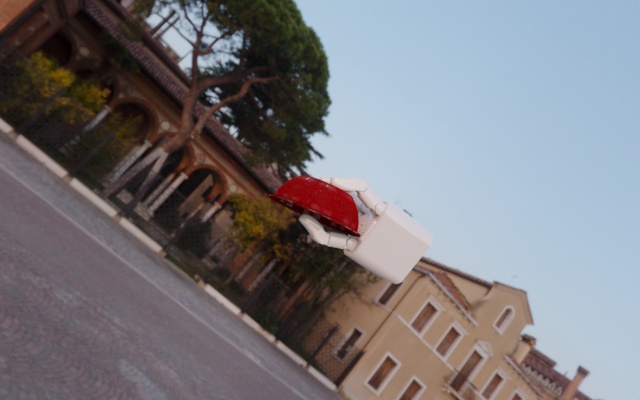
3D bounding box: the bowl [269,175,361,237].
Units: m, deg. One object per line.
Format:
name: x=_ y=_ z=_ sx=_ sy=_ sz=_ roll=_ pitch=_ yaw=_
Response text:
bowl: x=-0.001 y=0.002 z=0.768 sx=0.162 sy=0.055 sz=0.162 roll=23 pitch=-6 yaw=3
